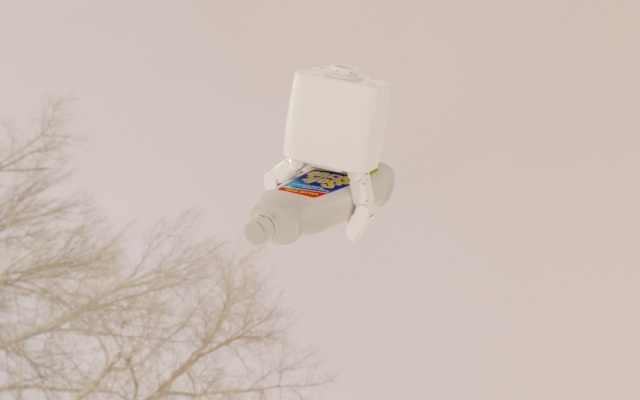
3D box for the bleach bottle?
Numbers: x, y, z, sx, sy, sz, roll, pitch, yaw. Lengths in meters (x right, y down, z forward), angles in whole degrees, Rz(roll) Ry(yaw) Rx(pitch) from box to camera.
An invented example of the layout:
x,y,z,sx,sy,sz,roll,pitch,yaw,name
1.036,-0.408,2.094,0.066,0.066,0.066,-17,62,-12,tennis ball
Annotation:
x,y,z,sx,sy,sz,roll,pitch,yaw,name
0.000,0.002,0.615,0.102,0.068,0.250,22,28,25,bleach bottle
